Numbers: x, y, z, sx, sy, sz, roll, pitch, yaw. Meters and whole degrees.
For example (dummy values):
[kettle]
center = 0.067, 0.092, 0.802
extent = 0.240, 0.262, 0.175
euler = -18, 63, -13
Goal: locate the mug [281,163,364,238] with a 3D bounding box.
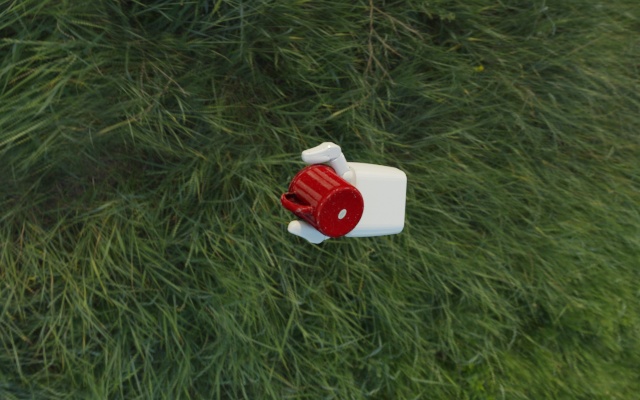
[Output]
[mug]
center = -0.001, 0.002, 0.689
extent = 0.117, 0.093, 0.081
euler = 0, 22, -32
